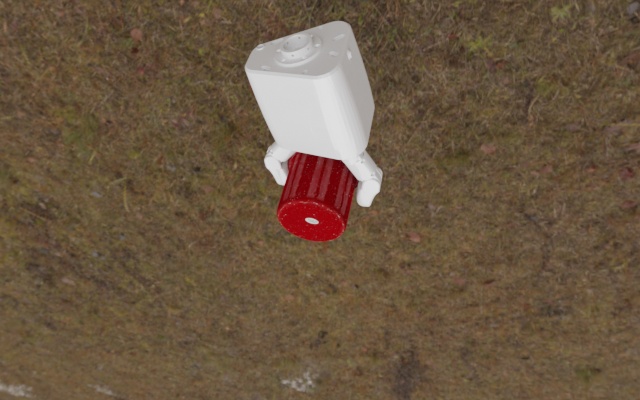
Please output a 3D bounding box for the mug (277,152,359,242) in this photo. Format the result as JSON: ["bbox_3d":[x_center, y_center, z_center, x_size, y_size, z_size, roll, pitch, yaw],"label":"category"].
[{"bbox_3d":[0.000,0.003,0.571,0.093,0.081,0.117,-1,-39,20],"label":"mug"}]
